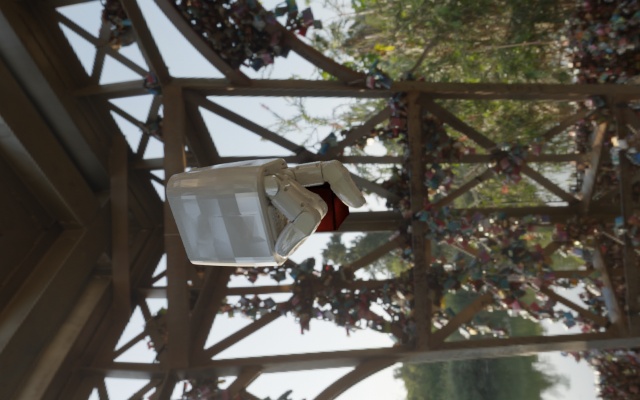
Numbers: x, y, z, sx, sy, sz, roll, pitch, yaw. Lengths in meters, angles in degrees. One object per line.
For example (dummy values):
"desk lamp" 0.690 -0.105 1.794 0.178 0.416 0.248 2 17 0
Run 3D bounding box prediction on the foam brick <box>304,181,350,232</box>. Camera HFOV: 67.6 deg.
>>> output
"foam brick" 0.000 0.002 0.556 0.051 0.053 0.078 -3 10 15
